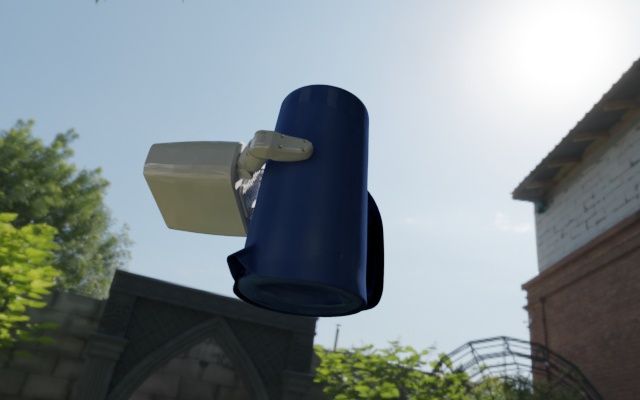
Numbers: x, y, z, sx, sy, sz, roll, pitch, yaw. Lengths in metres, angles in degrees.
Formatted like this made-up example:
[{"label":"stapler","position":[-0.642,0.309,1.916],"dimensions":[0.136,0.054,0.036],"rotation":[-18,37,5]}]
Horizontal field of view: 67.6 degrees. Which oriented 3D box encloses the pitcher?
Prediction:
[{"label":"pitcher","position":[0.000,0.002,0.528],"dimensions":[0.145,0.242,0.149],"rotation":[3,-27,10]}]
